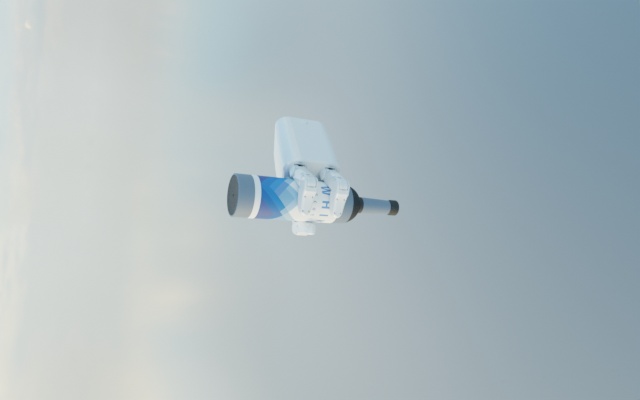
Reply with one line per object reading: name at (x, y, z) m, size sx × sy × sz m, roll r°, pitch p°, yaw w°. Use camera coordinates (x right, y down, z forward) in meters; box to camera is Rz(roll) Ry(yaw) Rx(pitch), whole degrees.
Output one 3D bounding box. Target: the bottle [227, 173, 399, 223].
bottle at (0.000, 0.003, 0.780) m, size 0.296 × 0.069 × 0.069 m, roll 5°, pitch -2°, yaw -26°
